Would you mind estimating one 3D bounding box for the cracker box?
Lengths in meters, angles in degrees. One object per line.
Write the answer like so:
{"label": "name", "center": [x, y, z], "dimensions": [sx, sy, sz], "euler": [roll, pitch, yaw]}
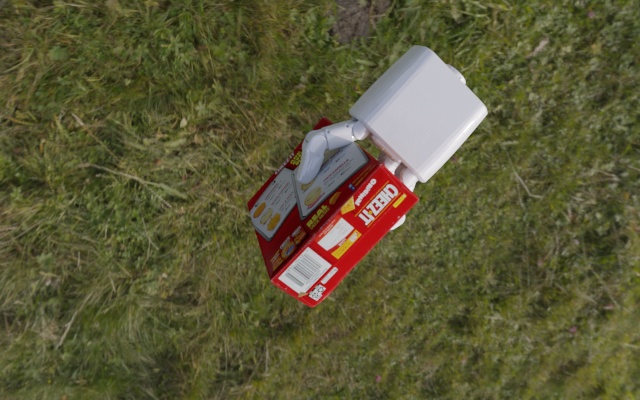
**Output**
{"label": "cracker box", "center": [0.000, 0.002, 0.573], "dimensions": [0.072, 0.164, 0.213], "euler": [40, 7, -25]}
